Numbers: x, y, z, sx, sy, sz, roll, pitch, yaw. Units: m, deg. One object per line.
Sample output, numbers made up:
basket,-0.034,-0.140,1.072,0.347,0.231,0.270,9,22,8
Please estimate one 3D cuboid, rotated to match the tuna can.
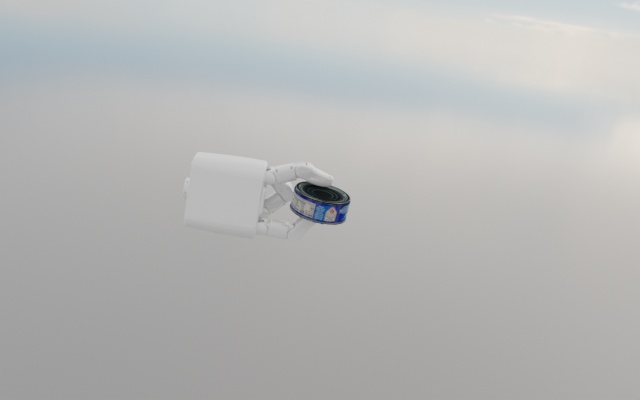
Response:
tuna can,0.000,0.002,0.699,0.086,0.034,0.086,13,20,-5
